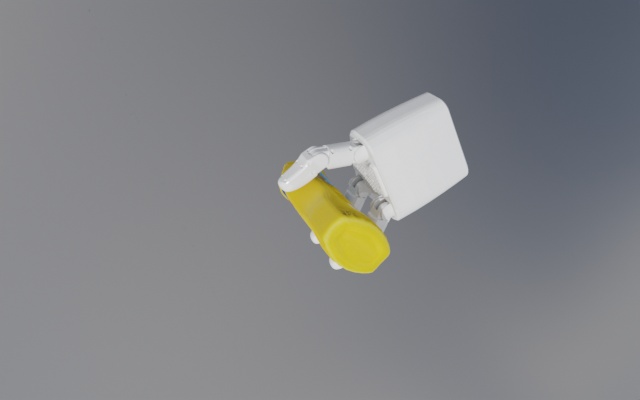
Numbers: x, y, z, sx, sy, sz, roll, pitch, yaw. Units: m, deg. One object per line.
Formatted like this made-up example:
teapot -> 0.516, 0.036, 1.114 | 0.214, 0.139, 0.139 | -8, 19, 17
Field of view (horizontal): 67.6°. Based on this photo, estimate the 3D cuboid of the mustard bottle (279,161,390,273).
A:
mustard bottle -> 0.000, 0.002, 0.561 | 0.096, 0.058, 0.191 | 35, 9, -40
